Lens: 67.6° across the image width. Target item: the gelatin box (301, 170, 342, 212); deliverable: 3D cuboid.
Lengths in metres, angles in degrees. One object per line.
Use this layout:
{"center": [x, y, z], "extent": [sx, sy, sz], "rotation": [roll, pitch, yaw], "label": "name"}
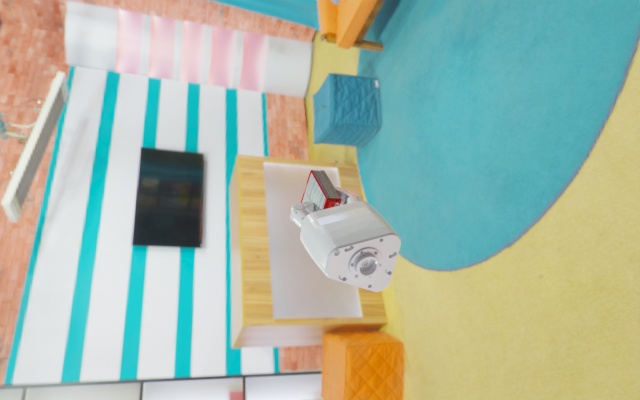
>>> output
{"center": [0.000, 0.002, 0.798], "extent": [0.030, 0.073, 0.089], "rotation": [1, 35, -25], "label": "gelatin box"}
